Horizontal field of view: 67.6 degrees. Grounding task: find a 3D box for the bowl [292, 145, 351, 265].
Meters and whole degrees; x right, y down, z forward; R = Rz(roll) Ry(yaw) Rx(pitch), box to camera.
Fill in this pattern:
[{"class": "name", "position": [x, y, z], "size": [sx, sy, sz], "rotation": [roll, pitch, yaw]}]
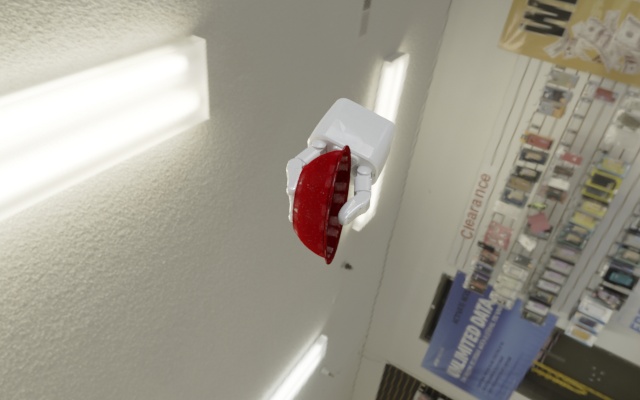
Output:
[{"class": "bowl", "position": [-0.001, 0.003, 0.641], "size": [0.055, 0.162, 0.162], "rotation": [9, 1, 9]}]
